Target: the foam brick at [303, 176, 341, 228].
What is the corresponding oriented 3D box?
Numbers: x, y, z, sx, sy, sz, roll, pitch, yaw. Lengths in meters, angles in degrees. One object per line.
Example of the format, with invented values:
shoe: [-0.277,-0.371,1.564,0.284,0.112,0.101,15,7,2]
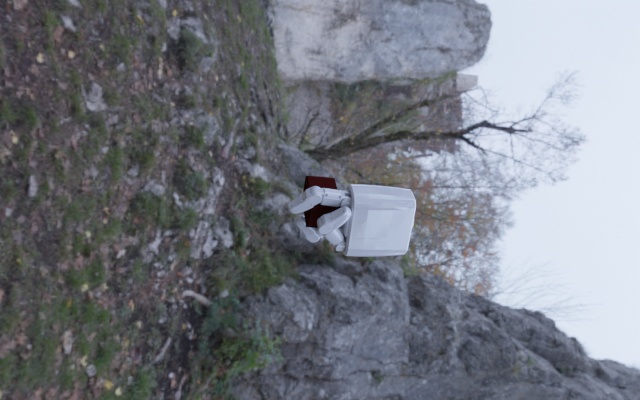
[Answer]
foam brick: [0.000,0.002,0.804,0.051,0.053,0.078,2,40,-10]
